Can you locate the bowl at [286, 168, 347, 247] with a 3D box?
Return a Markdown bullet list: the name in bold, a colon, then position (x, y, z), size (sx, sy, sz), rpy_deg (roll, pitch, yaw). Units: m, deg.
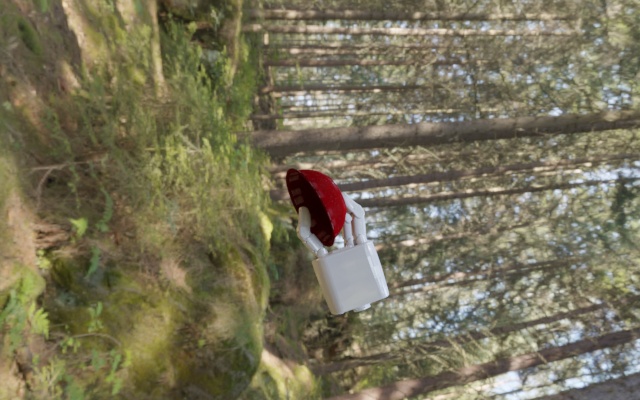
- **bowl**: position (0.000, 0.001, 0.885), size (0.055, 0.162, 0.162), rpy_deg (-29, 10, -20)
